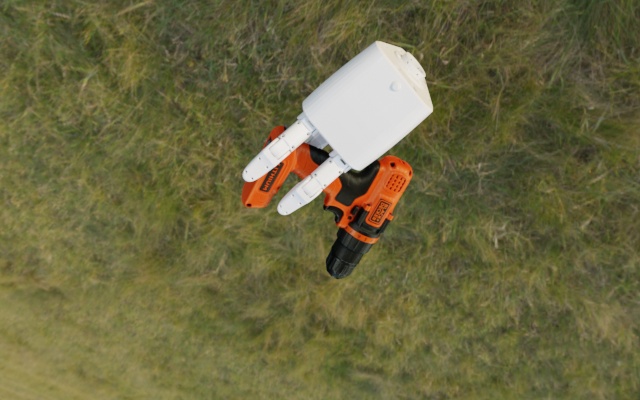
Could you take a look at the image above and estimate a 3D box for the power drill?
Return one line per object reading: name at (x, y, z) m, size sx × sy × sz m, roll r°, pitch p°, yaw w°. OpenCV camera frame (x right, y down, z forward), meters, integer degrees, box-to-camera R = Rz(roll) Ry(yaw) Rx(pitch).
power drill at (0.000, 0.002, 0.604) m, size 0.188 × 0.184 × 0.057 m, roll 22°, pitch 18°, yaw -21°
